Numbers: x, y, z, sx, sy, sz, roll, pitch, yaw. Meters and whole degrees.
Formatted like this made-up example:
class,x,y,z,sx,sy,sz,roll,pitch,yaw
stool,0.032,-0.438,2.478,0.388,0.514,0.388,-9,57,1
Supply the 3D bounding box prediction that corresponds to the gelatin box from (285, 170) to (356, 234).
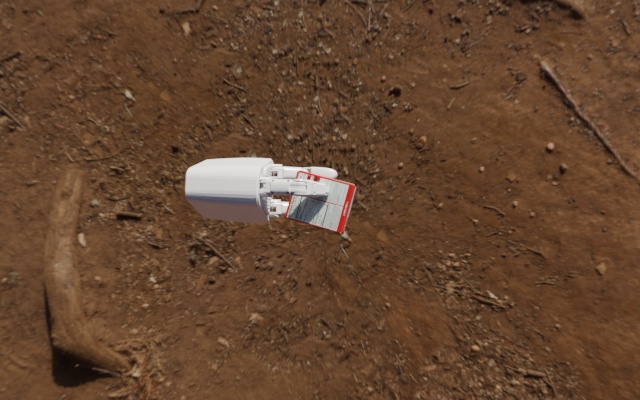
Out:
class,x,y,z,sx,sy,sz,roll,pitch,yaw
gelatin box,0.000,0.002,0.697,0.089,0.073,0.030,15,-2,10
